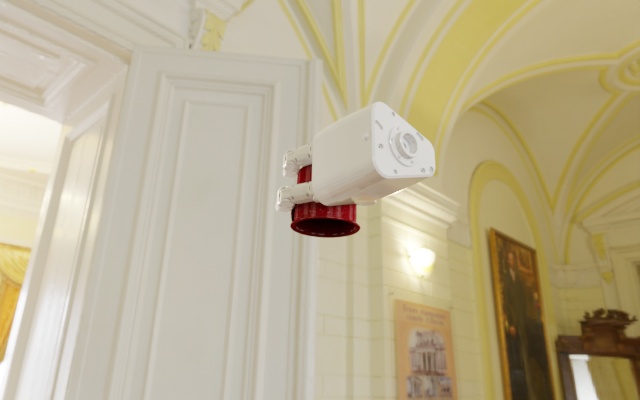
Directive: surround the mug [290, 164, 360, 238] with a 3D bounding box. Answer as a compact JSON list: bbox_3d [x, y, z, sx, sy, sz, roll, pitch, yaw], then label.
[{"bbox_3d":[-0.001,0.002,0.657,0.093,0.081,0.117,17,-25,-35],"label":"mug"}]
